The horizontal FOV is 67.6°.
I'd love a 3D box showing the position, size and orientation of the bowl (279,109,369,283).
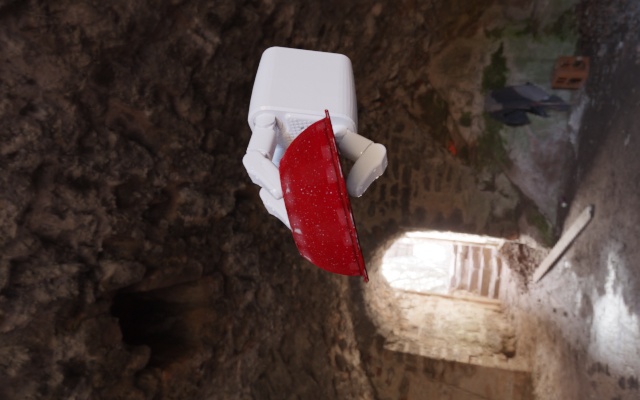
[{"bbox_3d":[0.000,0.002,0.438,0.055,0.162,0.162,-14,-1,3],"label":"bowl"}]
